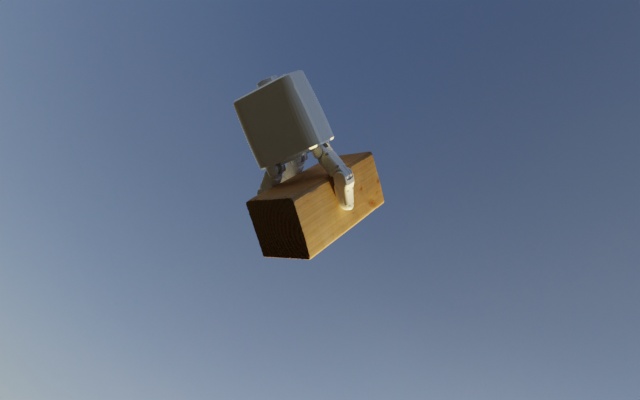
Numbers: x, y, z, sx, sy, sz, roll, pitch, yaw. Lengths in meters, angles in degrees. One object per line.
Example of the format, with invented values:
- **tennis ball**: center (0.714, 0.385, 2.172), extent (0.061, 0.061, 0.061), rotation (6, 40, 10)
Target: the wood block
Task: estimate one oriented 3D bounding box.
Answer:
- **wood block**: center (0.000, 0.002, 0.719), extent (0.091, 0.090, 0.206), rotation (-3, 20, 39)
